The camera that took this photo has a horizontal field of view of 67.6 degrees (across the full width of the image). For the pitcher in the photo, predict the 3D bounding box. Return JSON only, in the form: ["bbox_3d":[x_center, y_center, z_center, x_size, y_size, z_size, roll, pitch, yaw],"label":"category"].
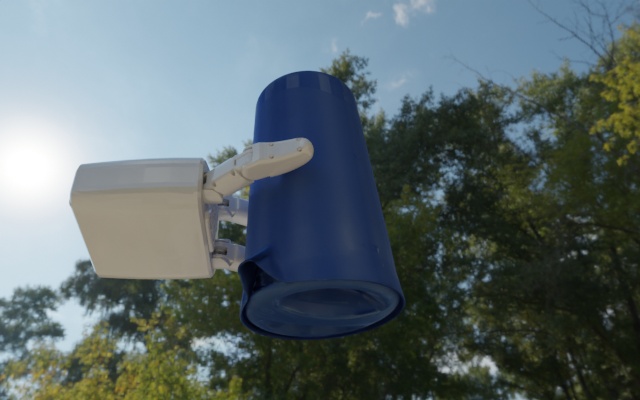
[{"bbox_3d":[0.000,0.001,0.454,0.145,0.242,0.149,-3,-34,-3],"label":"pitcher"}]
